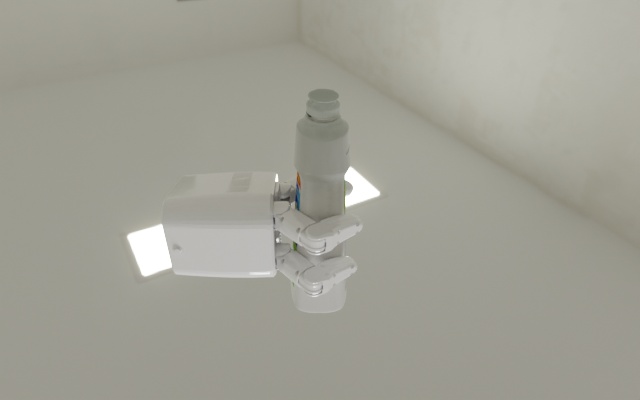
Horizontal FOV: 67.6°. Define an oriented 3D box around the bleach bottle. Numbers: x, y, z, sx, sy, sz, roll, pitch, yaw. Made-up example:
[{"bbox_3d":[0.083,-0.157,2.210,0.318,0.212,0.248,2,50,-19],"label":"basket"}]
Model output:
[{"bbox_3d":[0.000,0.002,0.506,0.068,0.251,0.102,0,37,-2],"label":"bleach bottle"}]
